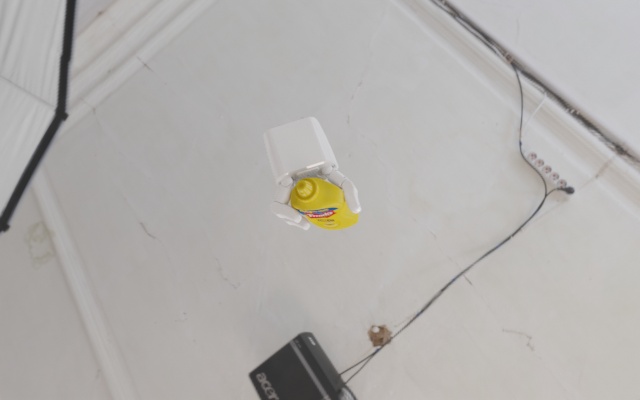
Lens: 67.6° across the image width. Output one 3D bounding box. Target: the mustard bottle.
[{"bbox_3d":[0.000,0.003,0.853,0.096,0.058,0.192,-1,-18,20],"label":"mustard bottle"}]
